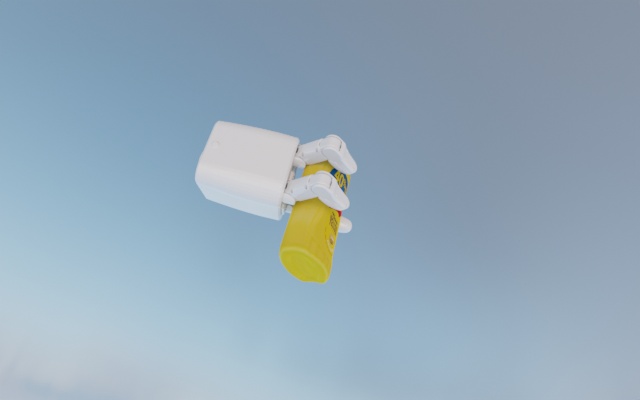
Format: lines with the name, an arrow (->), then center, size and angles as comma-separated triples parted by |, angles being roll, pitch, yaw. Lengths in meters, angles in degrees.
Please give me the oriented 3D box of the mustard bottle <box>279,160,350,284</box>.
mustard bottle -> 0.000, 0.002, 0.614 | 0.058, 0.191, 0.096 | 1, -33, 20
